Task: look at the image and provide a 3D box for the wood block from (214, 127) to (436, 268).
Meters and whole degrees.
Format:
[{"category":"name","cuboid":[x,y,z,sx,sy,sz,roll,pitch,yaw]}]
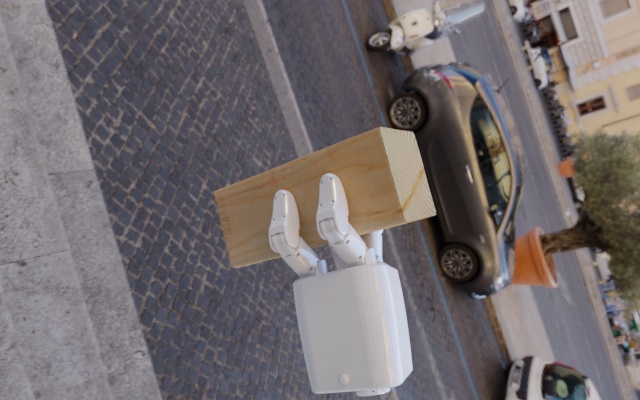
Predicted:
[{"category":"wood block","cuboid":[0.000,0.002,0.501,0.206,0.090,0.091,-18,-6,31]}]
